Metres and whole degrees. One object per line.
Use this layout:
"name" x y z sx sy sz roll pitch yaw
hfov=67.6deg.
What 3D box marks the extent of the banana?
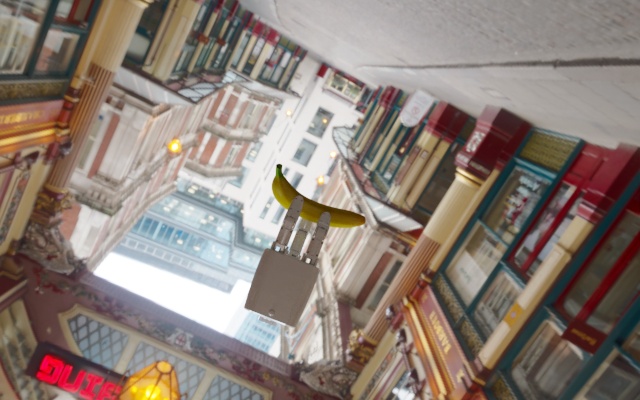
"banana" -0.013 0.009 0.843 0.198 0.037 0.070 30 -41 -23
